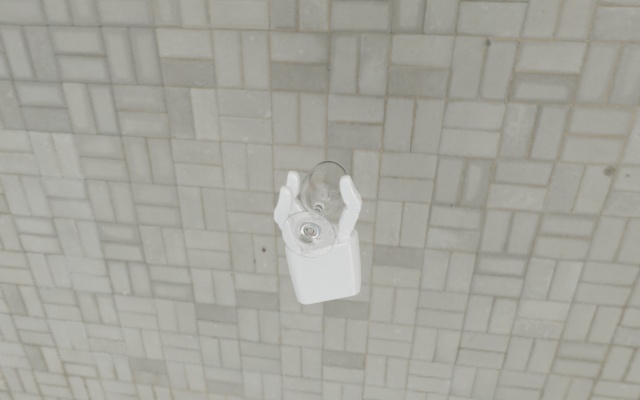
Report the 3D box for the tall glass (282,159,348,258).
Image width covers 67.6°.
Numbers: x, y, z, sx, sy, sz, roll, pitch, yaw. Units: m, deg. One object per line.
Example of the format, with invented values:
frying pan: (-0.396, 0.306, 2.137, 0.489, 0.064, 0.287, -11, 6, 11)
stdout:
tall glass: (0.000, 0.003, 0.736, 0.079, 0.079, 0.201, 0, 27, 11)
